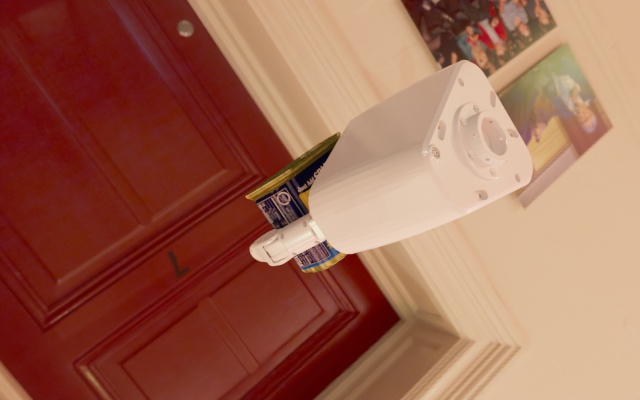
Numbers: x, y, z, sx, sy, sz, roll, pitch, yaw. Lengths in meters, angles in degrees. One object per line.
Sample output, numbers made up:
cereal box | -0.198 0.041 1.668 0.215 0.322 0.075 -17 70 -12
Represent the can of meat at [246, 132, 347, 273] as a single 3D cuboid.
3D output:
can of meat | 0.000 0.002 0.416 0.057 0.084 0.102 -25 12 46
